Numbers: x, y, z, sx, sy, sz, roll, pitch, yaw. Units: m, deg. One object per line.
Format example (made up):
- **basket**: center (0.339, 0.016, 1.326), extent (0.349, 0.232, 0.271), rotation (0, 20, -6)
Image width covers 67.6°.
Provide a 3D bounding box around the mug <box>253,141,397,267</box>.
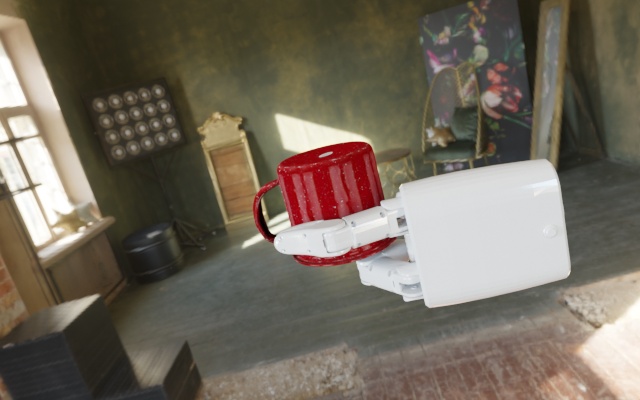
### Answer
- **mug**: center (-0.001, 0.001, 0.403), extent (0.117, 0.081, 0.093), rotation (-12, 15, 8)
